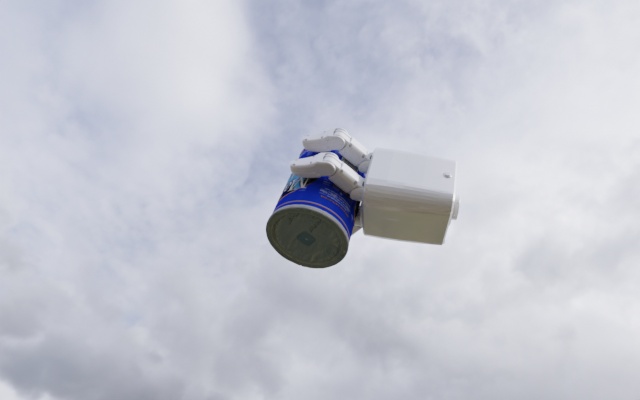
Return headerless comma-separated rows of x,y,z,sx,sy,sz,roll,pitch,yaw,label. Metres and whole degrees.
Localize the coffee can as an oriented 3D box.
0.000,0.002,0.619,0.103,0.103,0.140,0,41,19,coffee can
